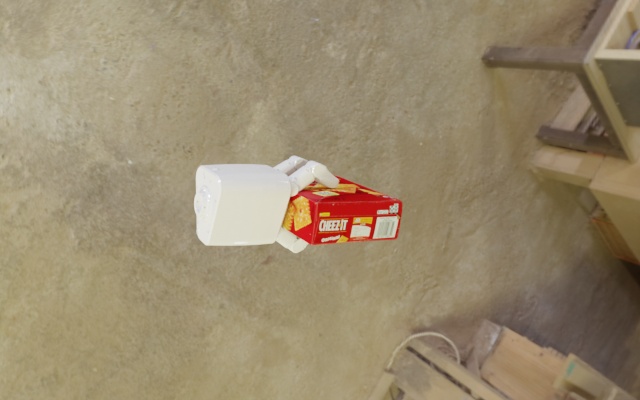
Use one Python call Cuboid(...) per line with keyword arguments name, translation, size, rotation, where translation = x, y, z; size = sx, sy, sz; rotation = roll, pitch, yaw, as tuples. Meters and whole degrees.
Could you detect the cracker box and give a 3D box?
Cuboid(name="cracker box", translation=(0.000, 0.003, 0.769), size=(0.164, 0.072, 0.213), rotation=(-1, 16, -34))
